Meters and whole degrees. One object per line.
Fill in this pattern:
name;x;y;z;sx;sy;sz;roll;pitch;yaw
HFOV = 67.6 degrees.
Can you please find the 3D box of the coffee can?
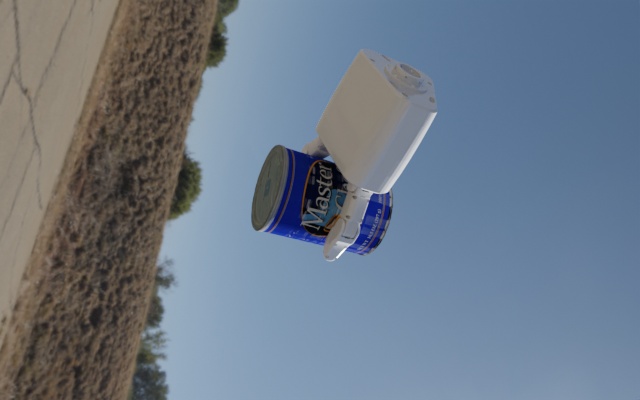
coffee can;0.000;0.002;0.573;0.140;0.103;0.103;15;-6;-21
